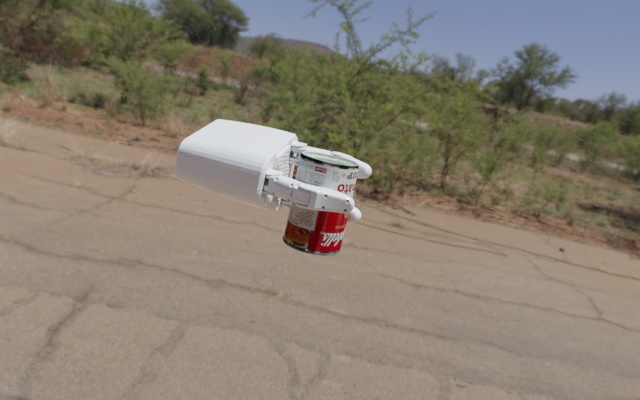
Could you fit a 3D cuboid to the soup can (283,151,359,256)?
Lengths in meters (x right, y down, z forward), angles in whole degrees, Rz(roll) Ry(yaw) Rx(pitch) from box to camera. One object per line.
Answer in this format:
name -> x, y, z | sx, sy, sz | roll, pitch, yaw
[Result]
soup can -> 0.001, 0.002, 0.535 | 0.068, 0.102, 0.068 | 12, 13, -3
